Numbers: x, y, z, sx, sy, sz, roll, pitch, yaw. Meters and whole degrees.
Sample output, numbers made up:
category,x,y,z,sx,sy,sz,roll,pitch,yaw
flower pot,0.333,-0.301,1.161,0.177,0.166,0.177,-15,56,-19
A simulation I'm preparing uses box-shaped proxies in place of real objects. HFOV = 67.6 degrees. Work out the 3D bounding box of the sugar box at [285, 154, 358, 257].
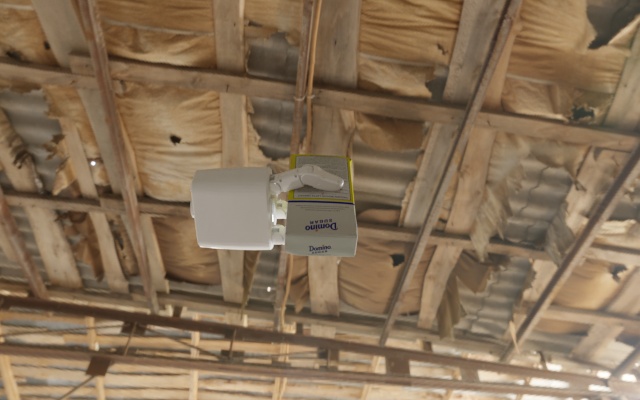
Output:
category,x,y,z,sx,sy,sz,roll,pitch,yaw
sugar box,0.000,0.003,0.670,0.093,0.048,0.176,3,42,-1
